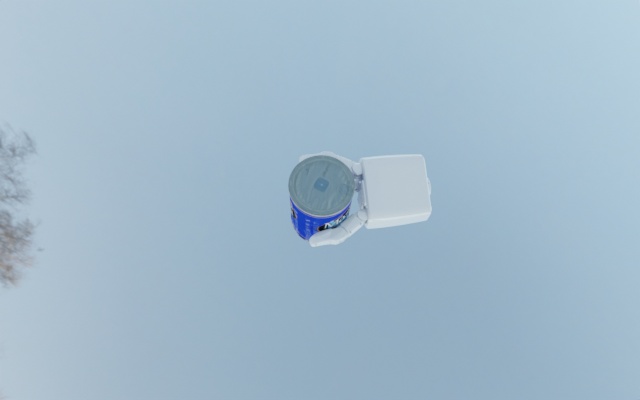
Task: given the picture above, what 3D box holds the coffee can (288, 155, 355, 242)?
[{"bbox_3d":[0.000,0.003,0.793,0.103,0.102,0.140,0,-23,-2],"label":"coffee can"}]
